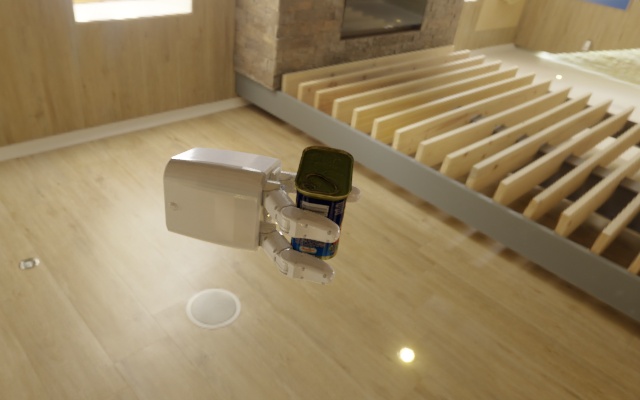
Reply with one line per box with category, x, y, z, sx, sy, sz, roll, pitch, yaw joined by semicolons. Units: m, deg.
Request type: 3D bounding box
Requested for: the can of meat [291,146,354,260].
can of meat;0.000;0.002;0.518;0.057;0.084;0.102;9;33;0
